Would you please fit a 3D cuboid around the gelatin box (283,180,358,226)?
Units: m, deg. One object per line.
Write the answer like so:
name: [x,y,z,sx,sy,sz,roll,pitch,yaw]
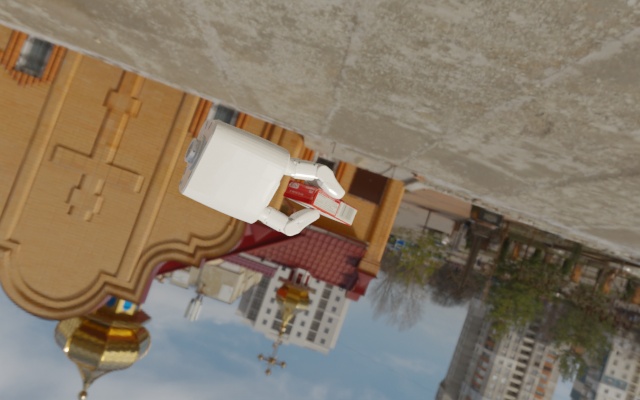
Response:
gelatin box: [0.000,0.003,0.716,0.089,0.030,0.073,28,-6,-38]
